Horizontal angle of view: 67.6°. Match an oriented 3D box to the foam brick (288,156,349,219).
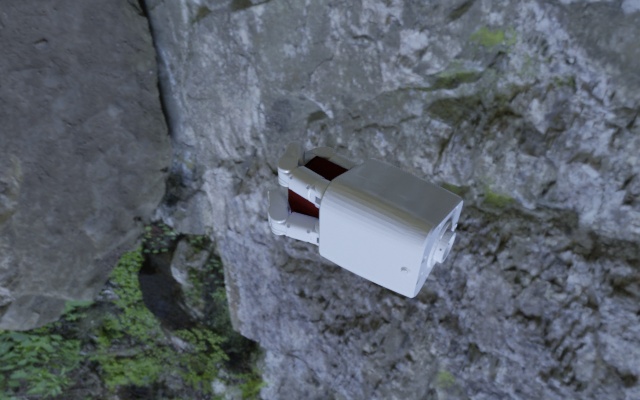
[{"bbox_3d":[0.000,0.002,0.524,0.051,0.078,0.053,27,49,25],"label":"foam brick"}]
